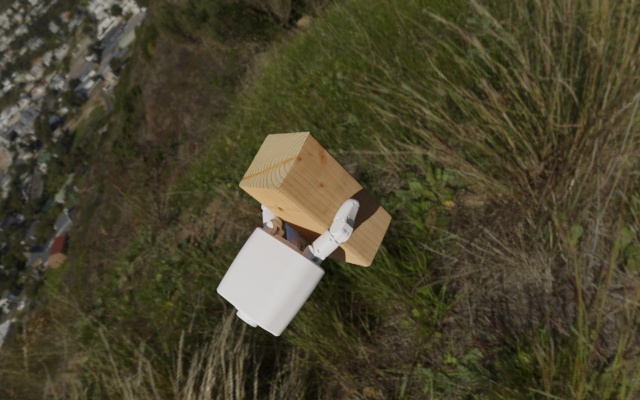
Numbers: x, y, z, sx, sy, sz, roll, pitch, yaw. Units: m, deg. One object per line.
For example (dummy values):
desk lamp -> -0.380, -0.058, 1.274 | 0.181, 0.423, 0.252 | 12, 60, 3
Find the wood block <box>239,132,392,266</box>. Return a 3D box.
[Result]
wood block -> 0.000, 0.003, 0.680 | 0.091, 0.090, 0.206 | 6, -28, 47
